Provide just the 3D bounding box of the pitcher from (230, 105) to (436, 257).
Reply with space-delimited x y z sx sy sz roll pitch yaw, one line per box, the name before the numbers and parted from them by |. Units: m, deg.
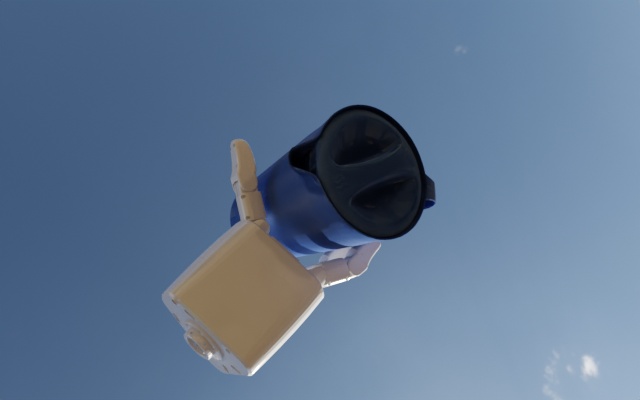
pitcher | 0.000 0.002 0.546 0.145 0.149 0.243 -44 12 -34
